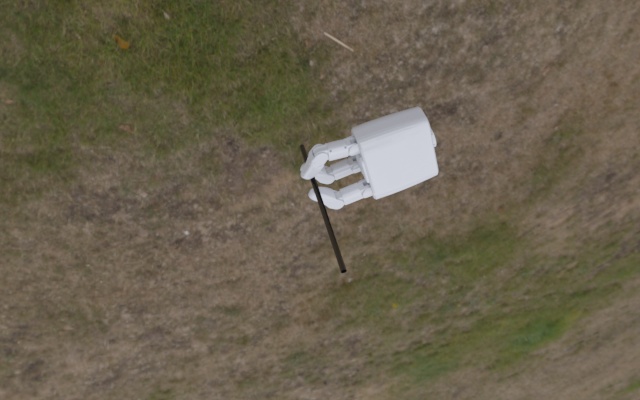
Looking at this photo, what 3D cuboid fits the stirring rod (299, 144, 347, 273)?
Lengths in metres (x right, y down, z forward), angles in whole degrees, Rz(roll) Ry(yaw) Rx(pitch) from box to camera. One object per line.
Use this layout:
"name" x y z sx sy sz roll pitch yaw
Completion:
"stirring rod" 0.000 0.002 0.688 0.011 0.239 0.011 -11 -39 -9
